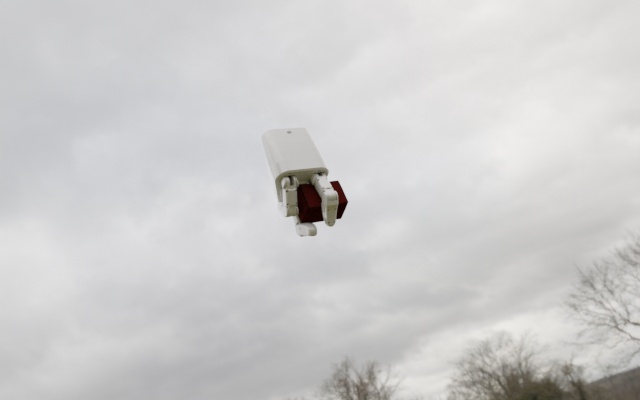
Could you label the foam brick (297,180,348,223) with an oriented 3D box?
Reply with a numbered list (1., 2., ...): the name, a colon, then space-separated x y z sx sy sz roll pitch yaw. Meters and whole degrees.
1. foam brick: 0.000 0.003 0.838 0.078 0.051 0.053 -7 -35 -24
